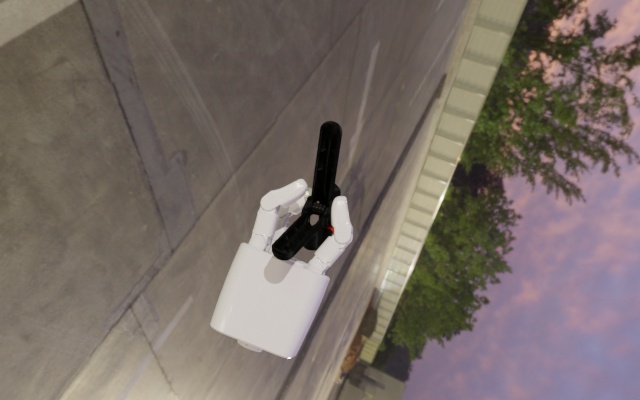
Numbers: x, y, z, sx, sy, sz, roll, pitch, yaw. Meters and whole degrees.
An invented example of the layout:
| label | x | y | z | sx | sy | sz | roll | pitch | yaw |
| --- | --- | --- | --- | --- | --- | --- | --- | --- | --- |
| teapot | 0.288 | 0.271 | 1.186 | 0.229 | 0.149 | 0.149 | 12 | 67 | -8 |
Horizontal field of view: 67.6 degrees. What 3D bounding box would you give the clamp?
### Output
| label | x | y | z | sx | sy | sz | roll | pitch | yaw |
| --- | --- | --- | --- | --- | --- | --- | --- | --- | --- |
| clamp | 0.001 | 0.003 | 0.602 | 0.036 | 0.164 | 0.210 | 20 | -6 | 12 |
